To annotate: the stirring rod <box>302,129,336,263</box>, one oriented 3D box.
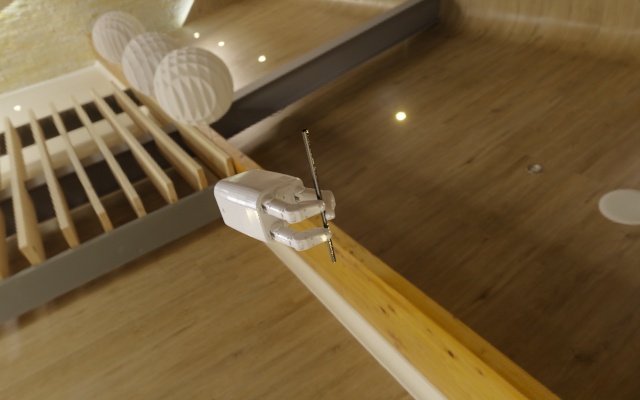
[{"bbox_3d":[0.000,0.002,0.716,0.011,0.240,0.011,-9,34,6],"label":"stirring rod"}]
